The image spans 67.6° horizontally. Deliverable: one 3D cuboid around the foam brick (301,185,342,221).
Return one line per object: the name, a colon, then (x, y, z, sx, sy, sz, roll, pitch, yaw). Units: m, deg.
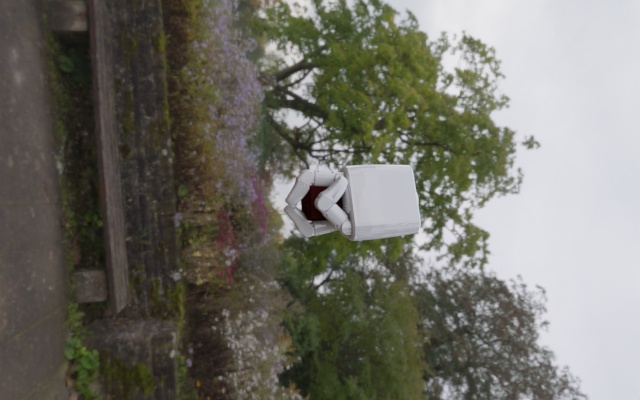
foam brick: (0.000, 0.002, 0.751, 0.051, 0.053, 0.078, -4, 5, -11)
